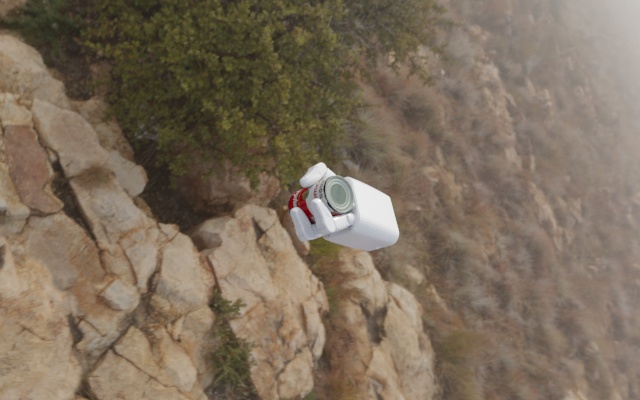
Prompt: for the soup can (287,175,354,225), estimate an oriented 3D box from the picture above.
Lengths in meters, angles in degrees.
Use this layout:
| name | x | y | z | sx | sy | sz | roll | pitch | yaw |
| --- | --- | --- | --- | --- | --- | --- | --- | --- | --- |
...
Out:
| name | x | y | z | sx | sy | sz | roll | pitch | yaw |
| --- | --- | --- | --- | --- | --- | --- | --- | --- | --- |
| soup can | 0.000 | 0.002 | 0.820 | 0.068 | 0.068 | 0.102 | 0 | -15 | -41 |
